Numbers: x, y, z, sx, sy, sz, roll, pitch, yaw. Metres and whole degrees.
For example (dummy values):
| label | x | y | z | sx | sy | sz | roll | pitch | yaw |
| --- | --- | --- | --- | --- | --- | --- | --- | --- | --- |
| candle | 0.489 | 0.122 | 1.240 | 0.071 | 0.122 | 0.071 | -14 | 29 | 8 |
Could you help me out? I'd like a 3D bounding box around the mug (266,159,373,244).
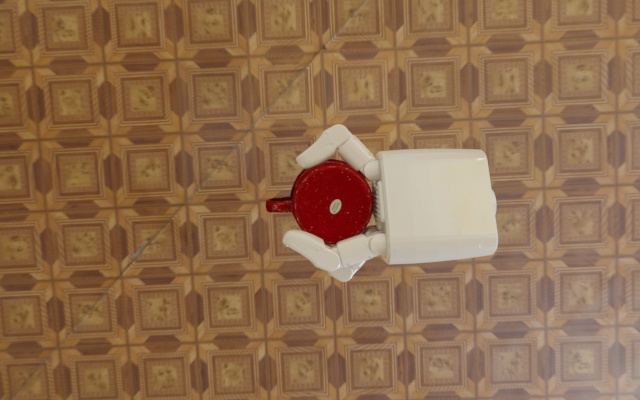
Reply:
| label | x | y | z | sx | sy | sz | roll | pitch | yaw |
| --- | --- | --- | --- | --- | --- | --- | --- | --- | --- |
| mug | -0.001 | 0.002 | 0.508 | 0.117 | 0.093 | 0.081 | -1 | 4 | -1 |
